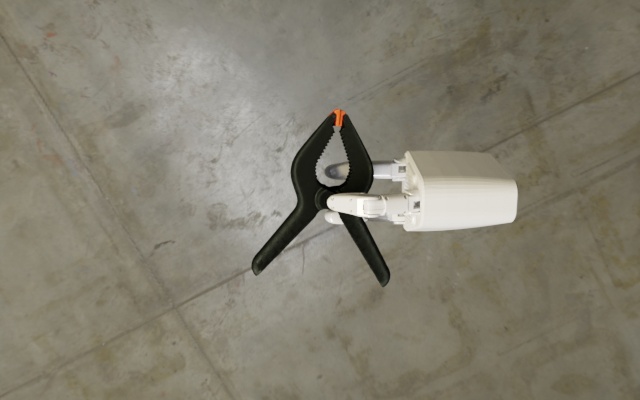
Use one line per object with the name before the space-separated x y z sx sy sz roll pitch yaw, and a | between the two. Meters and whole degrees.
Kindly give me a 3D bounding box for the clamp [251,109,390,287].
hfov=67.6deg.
clamp | 0.000 0.001 0.548 0.164 0.210 0.036 -1 12 -3
